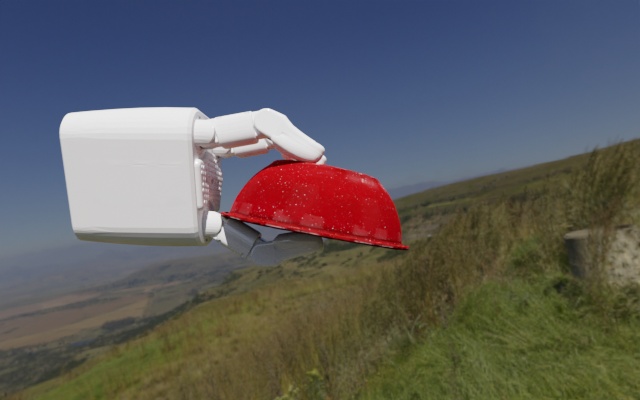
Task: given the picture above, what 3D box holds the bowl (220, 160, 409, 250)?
[{"bbox_3d":[0.001,0.001,0.410,0.162,0.055,0.162,11,-2,0],"label":"bowl"}]
